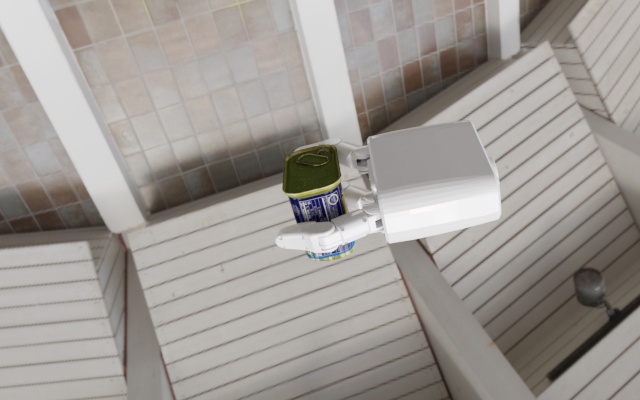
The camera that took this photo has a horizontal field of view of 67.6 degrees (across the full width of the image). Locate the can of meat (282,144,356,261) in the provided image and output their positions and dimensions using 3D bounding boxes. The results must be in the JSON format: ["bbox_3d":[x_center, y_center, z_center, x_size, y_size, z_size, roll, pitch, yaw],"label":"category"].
[{"bbox_3d":[0.000,0.002,0.493,0.057,0.084,0.102,-13,29,4],"label":"can of meat"}]
